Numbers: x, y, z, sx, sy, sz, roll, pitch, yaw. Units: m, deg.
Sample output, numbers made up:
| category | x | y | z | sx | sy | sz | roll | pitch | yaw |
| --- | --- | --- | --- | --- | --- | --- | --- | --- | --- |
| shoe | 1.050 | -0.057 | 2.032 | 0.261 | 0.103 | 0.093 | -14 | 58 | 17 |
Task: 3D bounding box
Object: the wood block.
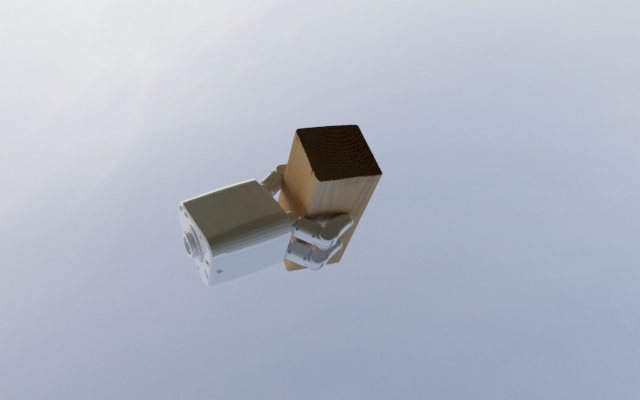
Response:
| category | x | y | z | sx | sy | sz | roll | pitch | yaw |
| --- | --- | --- | --- | --- | --- | --- | --- | --- | --- |
| wood block | 0.000 | 0.002 | 0.662 | 0.090 | 0.090 | 0.206 | -8 | -35 | -22 |
